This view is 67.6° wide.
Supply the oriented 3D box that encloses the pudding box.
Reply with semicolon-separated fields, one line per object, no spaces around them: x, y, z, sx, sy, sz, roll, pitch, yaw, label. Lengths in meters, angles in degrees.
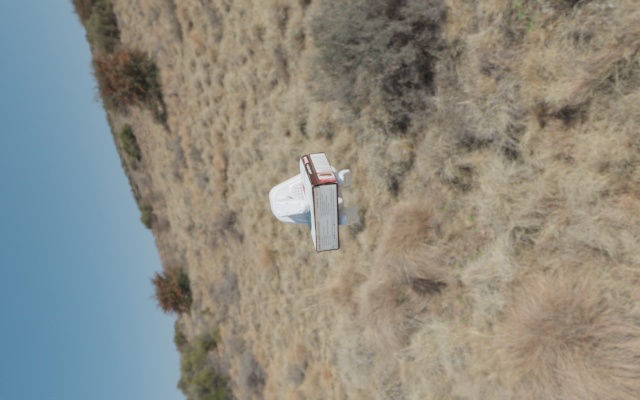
0.000;0.002;0.671;0.039;0.114;0.090;-10;34;-8;pudding box
